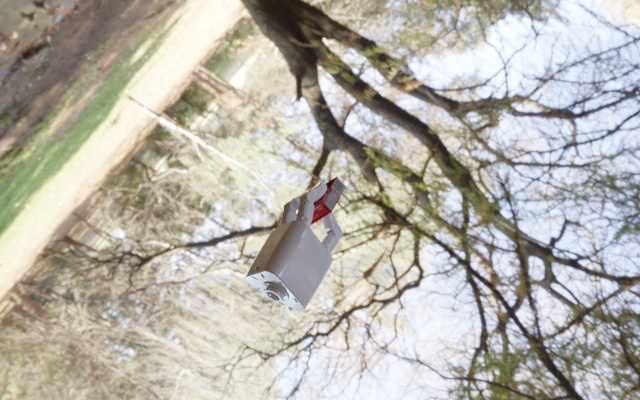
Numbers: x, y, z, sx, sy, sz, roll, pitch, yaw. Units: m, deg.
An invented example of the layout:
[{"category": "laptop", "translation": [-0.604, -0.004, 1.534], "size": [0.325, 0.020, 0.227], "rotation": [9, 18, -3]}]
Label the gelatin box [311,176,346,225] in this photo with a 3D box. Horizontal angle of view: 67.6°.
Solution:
[{"category": "gelatin box", "translation": [0.001, 0.003, 0.877], "size": [0.073, 0.030, 0.089], "rotation": [-32, 17, 38]}]
